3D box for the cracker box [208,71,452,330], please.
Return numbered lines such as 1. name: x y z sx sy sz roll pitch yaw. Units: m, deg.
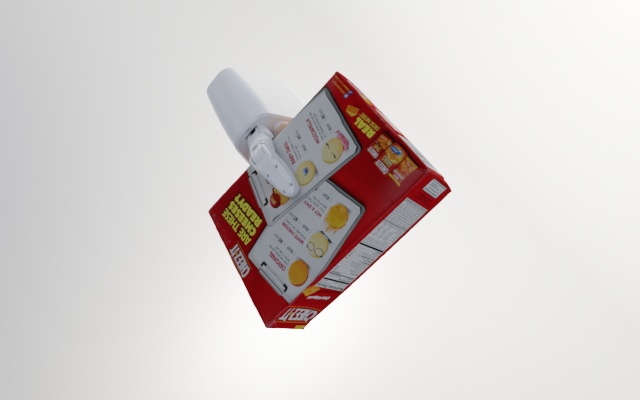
1. cracker box: 0.000 0.001 0.491 0.072 0.214 0.164 25 24 -51
